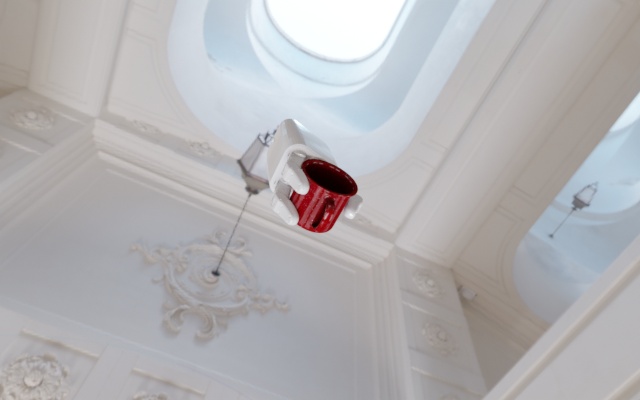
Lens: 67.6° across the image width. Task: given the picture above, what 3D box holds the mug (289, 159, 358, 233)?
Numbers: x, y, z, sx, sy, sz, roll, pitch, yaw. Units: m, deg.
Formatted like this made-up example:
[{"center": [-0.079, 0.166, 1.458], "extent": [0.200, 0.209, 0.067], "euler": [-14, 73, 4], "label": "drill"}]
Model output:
[{"center": [0.000, 0.003, 0.722], "extent": [0.093, 0.081, 0.117], "euler": [17, 30, -21], "label": "mug"}]
